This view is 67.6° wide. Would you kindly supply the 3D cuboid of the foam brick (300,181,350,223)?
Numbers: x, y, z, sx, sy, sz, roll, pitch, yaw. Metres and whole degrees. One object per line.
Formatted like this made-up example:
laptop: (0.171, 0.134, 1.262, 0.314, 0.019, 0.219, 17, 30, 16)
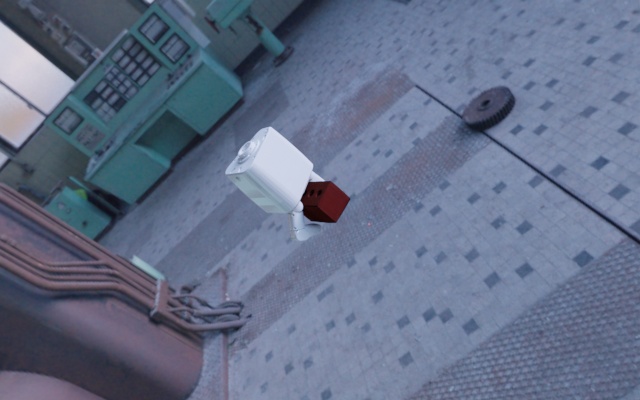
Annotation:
foam brick: (0.000, 0.003, 0.817, 0.051, 0.053, 0.078, 42, -24, -29)
